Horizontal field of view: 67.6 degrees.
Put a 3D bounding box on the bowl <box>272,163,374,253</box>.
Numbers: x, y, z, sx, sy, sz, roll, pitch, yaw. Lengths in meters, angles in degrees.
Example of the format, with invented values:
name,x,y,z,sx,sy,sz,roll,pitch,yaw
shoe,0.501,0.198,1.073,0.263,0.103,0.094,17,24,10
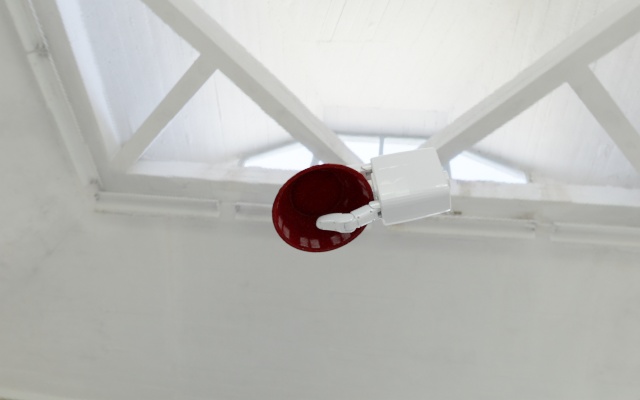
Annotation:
name,x,y,z,sx,sy,sz,roll,pitch,yaw
bowl,-0.001,0.002,0.753,0.162,0.162,0.055,0,31,-15
